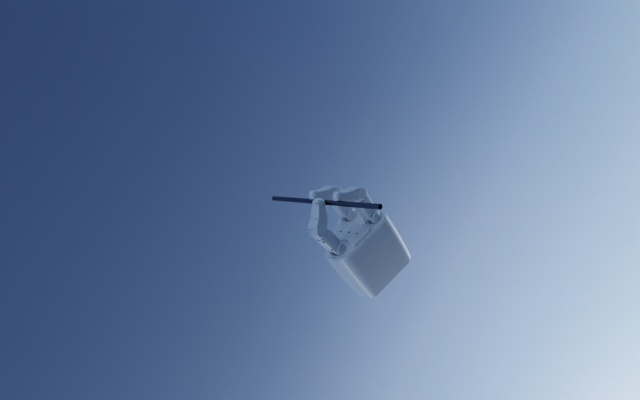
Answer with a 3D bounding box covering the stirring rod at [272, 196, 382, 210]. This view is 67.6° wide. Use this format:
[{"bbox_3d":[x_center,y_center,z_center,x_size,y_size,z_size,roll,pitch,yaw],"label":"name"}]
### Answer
[{"bbox_3d":[0.000,0.002,0.727,0.011,0.011,0.239,0,3,-42],"label":"stirring rod"}]
